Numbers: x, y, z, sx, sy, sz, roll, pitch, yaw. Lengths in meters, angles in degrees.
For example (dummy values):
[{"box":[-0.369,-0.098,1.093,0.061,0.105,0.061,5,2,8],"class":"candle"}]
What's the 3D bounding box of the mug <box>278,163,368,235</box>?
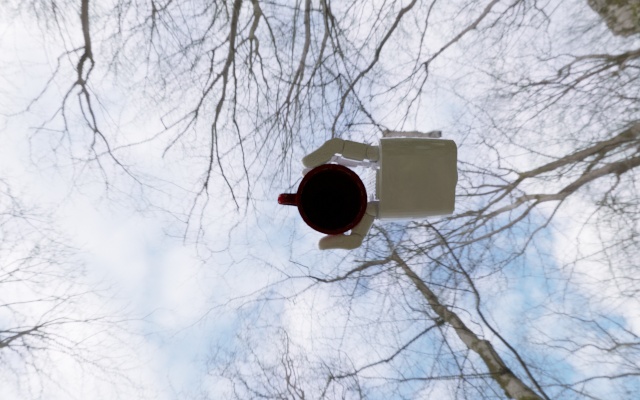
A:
[{"box":[-0.001,0.002,0.652,0.117,0.093,0.081,0,-6,-4],"class":"mug"}]
